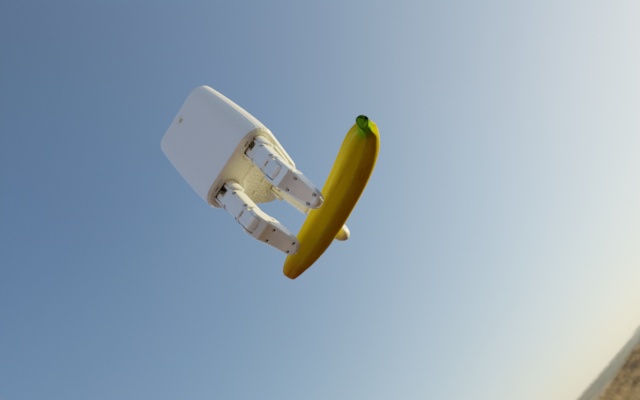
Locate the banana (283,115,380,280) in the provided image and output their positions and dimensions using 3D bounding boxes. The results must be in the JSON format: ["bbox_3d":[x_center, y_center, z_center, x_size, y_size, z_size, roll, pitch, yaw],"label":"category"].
[{"bbox_3d":[0.013,-0.005,0.469,0.037,0.198,0.069,40,35,24],"label":"banana"}]
